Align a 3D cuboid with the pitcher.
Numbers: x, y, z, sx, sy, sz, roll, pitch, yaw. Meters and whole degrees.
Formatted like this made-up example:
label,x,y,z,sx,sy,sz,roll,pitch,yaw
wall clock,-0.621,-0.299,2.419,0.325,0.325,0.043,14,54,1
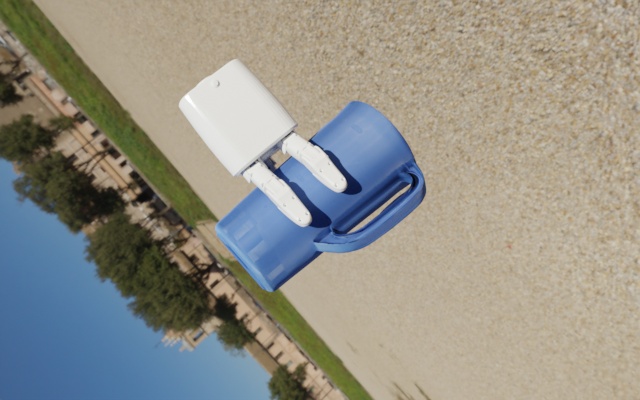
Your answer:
label,x,y,z,sx,sy,sz,roll,pitch,yaw
pitcher,0.000,0.002,0.591,0.243,0.145,0.149,-41,5,-13
